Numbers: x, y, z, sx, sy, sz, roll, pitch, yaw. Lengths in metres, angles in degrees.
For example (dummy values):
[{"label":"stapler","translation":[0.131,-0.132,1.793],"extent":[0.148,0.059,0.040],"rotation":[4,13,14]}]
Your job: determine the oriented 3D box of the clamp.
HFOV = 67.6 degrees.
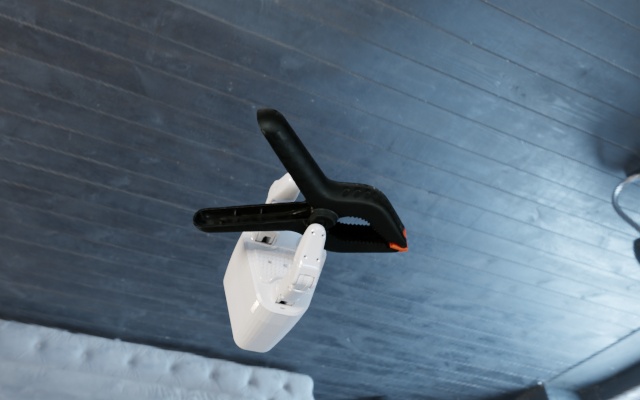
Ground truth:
[{"label":"clamp","translation":[0.000,0.002,0.449],"extent":[0.210,0.036,0.165],"rotation":[16,-42,-17]}]
